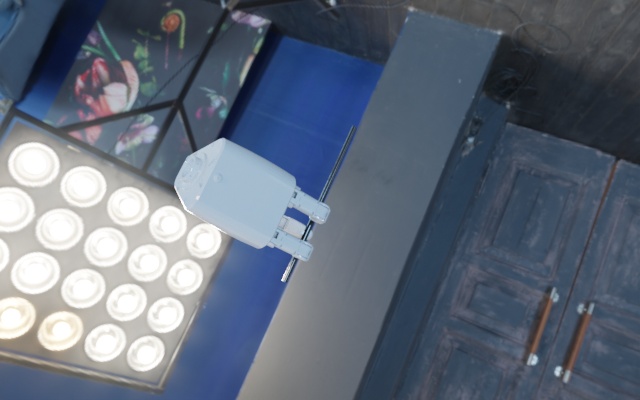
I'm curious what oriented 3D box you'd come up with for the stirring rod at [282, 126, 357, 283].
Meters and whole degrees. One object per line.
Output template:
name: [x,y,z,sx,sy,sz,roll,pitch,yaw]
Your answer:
stirring rod: [0.000,0.002,0.667,0.011,0.239,0.011,24,-10,4]
